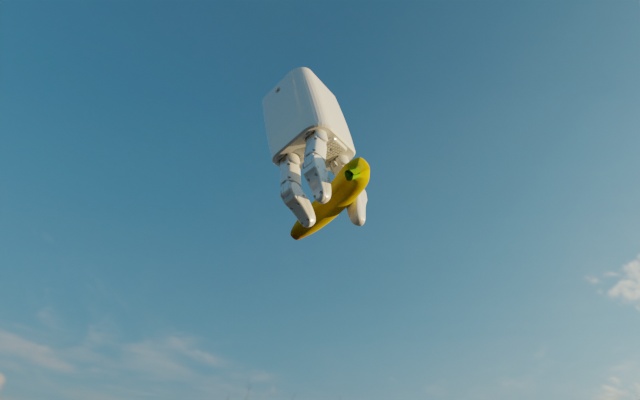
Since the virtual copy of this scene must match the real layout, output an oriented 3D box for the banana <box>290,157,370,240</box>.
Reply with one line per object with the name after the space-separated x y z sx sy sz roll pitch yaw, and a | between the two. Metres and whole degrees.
0.016 -0.005 0.619 0.069 0.037 0.198 -22 -16 -31 | banana
